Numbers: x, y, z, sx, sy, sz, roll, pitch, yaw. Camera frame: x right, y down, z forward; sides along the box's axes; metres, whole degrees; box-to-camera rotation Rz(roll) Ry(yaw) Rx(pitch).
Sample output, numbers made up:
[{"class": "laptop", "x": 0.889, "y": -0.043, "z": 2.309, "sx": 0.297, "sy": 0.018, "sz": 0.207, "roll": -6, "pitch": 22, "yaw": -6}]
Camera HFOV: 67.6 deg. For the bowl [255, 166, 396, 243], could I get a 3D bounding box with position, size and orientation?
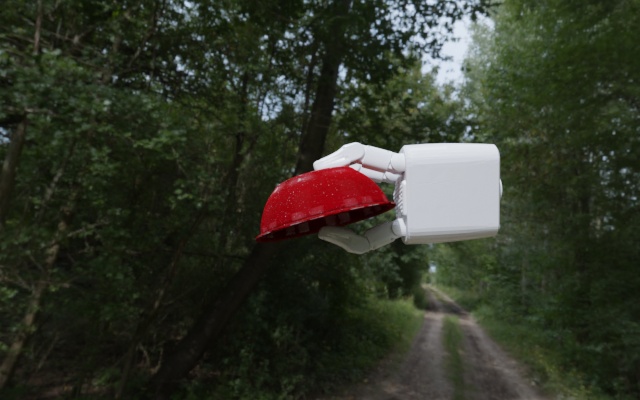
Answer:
[{"class": "bowl", "x": -0.001, "y": 0.002, "z": 0.538, "sx": 0.162, "sy": 0.055, "sz": 0.162, "roll": -15, "pitch": -8, "yaw": -2}]
